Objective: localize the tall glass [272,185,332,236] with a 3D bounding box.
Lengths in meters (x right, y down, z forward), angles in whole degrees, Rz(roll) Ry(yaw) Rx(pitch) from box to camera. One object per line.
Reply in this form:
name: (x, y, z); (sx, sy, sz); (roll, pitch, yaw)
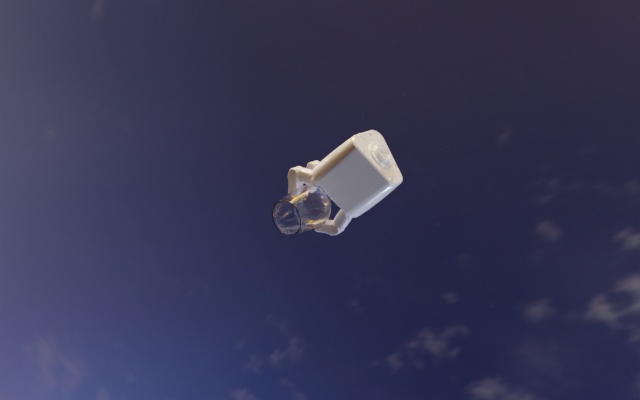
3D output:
tall glass: (0.000, 0.003, 0.859); (0.079, 0.079, 0.201); (0, 15, 36)
